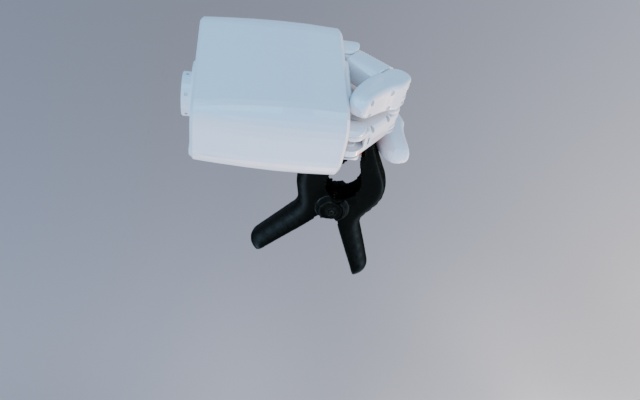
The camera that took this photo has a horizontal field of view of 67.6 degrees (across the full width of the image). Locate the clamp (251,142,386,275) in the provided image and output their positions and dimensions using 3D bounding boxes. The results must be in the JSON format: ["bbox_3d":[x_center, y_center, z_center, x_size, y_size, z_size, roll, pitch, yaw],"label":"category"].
[{"bbox_3d":[0.000,0.002,0.442,0.120,0.172,0.039,6,39,-9],"label":"clamp"}]
